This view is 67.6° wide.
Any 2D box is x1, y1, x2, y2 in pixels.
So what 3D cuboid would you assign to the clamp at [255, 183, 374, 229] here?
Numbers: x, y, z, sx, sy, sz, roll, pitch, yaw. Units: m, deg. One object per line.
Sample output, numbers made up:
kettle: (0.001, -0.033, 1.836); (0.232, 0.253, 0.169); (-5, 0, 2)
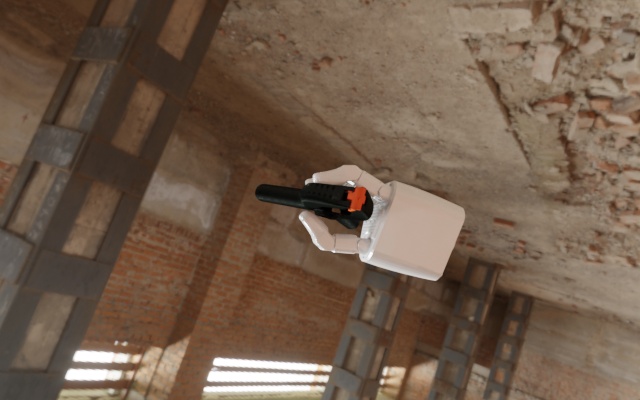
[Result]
clamp: (0.000, 0.003, 0.624); (0.164, 0.036, 0.210); (16, -9, -10)
